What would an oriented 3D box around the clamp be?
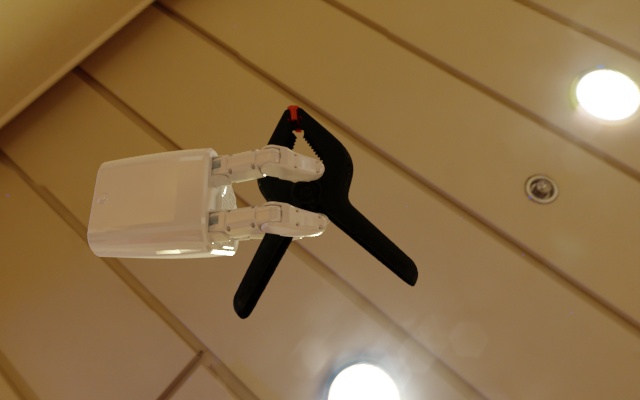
[{"bbox_3d":[0.000,0.001,0.456,0.164,0.210,0.036,-5,-24,4],"label":"clamp"}]
